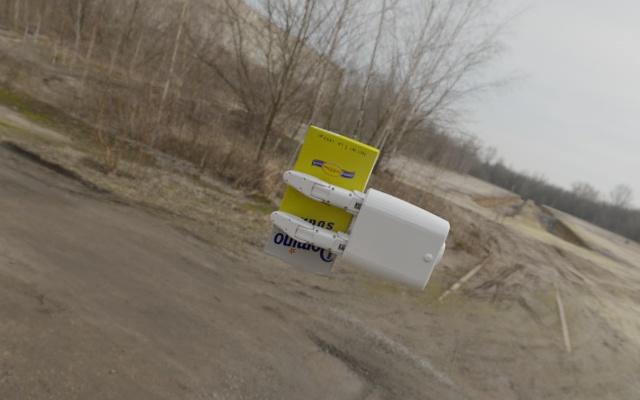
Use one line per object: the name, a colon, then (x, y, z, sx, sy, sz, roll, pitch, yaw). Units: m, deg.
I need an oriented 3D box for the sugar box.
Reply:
sugar box: (0.000, 0.002, 0.613, 0.093, 0.176, 0.048, 21, 10, 5)
